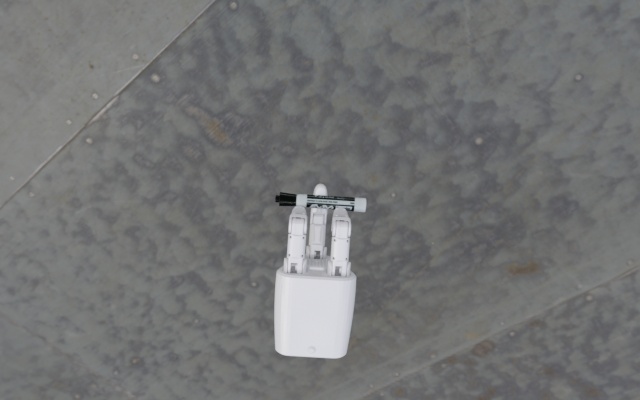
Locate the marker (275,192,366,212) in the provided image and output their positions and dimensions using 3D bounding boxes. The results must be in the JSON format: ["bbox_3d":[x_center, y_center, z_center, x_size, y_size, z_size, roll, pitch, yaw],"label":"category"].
[{"bbox_3d":[0.000,0.002,0.639,0.121,0.020,0.020,4,0,-1],"label":"marker"}]
